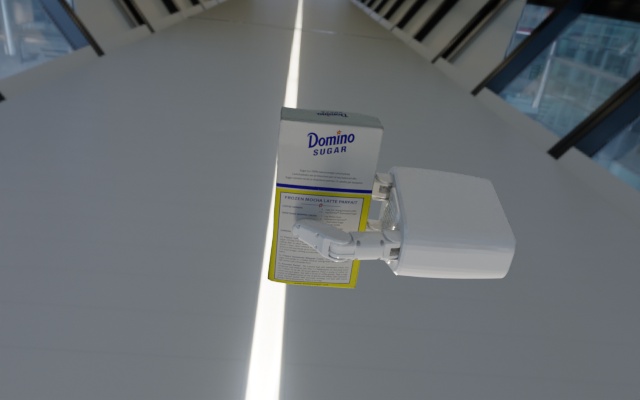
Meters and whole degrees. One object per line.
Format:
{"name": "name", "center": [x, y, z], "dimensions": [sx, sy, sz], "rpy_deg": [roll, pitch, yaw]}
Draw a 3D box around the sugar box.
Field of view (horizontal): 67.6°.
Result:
{"name": "sugar box", "center": [0.000, 0.001, 0.466], "dimensions": [0.093, 0.176, 0.048], "rpy_deg": [5, 25, -6]}
